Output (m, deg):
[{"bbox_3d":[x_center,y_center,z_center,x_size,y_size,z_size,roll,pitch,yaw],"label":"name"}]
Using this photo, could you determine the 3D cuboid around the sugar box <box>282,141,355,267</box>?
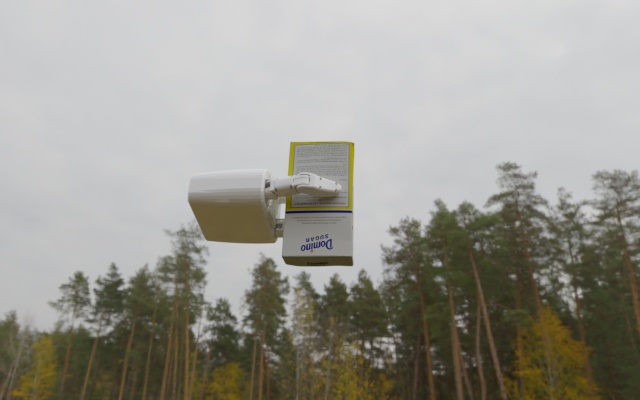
[{"bbox_3d":[0.000,0.002,0.657,0.093,0.176,0.048,0,-25,6],"label":"sugar box"}]
